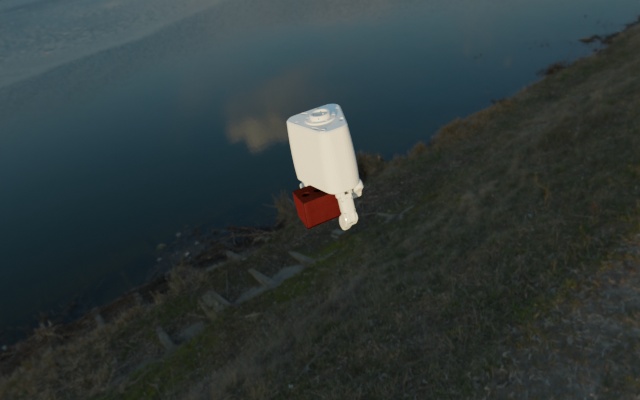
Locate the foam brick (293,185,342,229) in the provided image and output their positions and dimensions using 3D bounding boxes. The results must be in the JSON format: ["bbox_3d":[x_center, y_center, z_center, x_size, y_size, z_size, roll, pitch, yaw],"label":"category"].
[{"bbox_3d":[0.000,0.003,0.799,0.078,0.051,0.053,-22,33,-14],"label":"foam brick"}]
